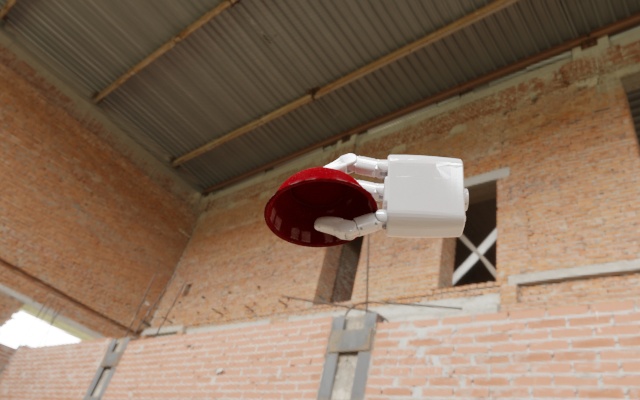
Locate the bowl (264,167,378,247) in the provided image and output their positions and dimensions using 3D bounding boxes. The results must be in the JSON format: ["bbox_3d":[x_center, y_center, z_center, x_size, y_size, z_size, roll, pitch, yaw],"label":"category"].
[{"bbox_3d":[-0.001,0.002,0.691,0.162,0.055,0.162,-2,-38,-2],"label":"bowl"}]
